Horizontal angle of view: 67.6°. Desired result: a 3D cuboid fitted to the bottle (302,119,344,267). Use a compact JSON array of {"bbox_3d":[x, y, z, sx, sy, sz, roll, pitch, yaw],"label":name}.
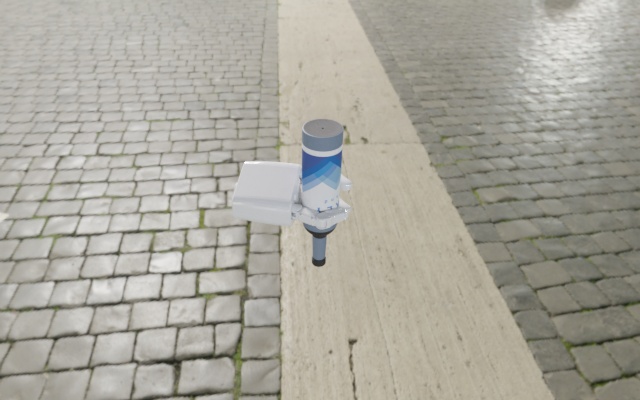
[{"bbox_3d":[0.000,0.003,0.846,0.069,0.296,0.069,1,37,-1],"label":"bottle"}]
